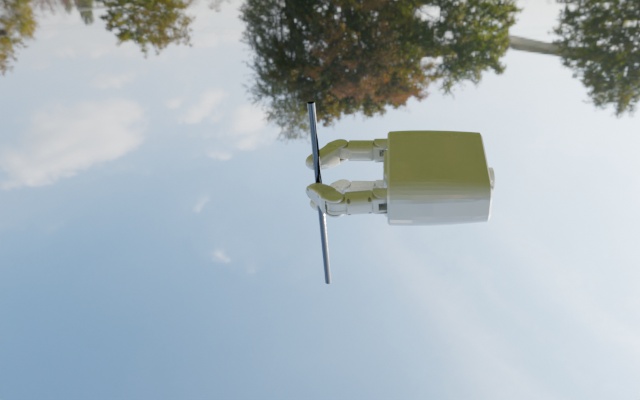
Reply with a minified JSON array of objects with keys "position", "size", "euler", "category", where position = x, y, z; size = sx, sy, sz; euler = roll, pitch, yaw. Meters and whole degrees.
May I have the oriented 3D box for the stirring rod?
[{"position":[0.000,0.002,0.557],"size":[0.011,0.240,0.011],"euler":[-4,30,2],"category":"stirring rod"}]
